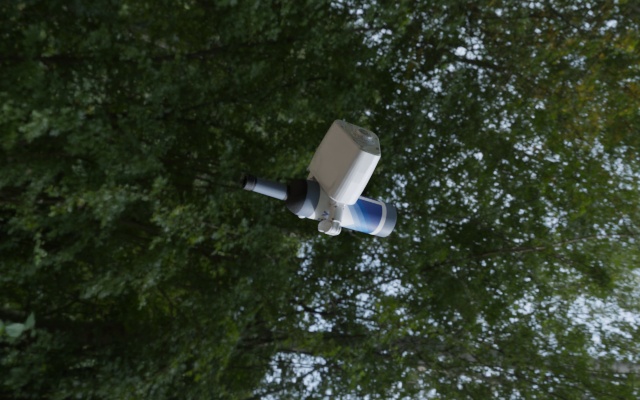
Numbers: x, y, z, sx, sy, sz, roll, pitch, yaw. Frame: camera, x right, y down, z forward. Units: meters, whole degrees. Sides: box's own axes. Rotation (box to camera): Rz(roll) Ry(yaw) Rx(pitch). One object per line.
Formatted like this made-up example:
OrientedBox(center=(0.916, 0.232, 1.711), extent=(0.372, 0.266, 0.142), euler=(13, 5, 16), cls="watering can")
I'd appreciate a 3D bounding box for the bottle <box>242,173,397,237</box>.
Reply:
OrientedBox(center=(0.000, 0.003, 0.873), extent=(0.296, 0.069, 0.069), euler=(16, -7, -24), cls="bottle")
